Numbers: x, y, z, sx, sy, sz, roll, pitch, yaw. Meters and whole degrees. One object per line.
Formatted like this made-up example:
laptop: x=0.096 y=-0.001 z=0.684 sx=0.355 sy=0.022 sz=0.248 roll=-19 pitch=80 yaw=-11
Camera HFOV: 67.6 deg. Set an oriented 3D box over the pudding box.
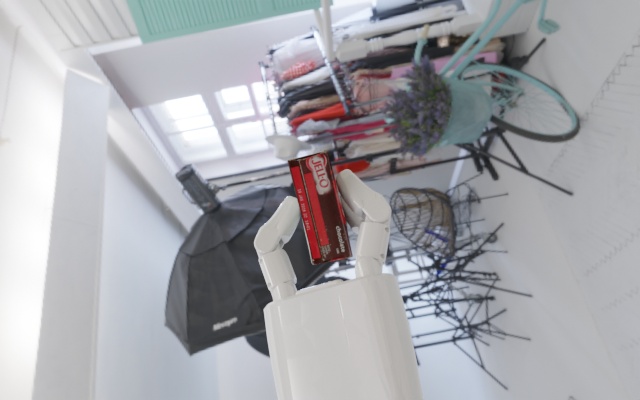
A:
pudding box: x=0.000 y=0.002 z=0.435 sx=0.039 sy=0.090 sz=0.113 roll=-13 pitch=6 yaw=-1
